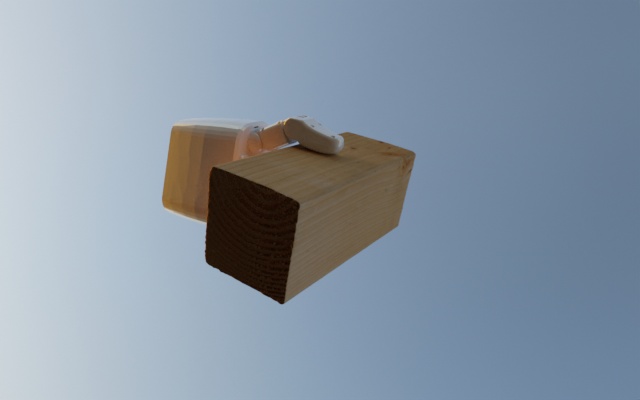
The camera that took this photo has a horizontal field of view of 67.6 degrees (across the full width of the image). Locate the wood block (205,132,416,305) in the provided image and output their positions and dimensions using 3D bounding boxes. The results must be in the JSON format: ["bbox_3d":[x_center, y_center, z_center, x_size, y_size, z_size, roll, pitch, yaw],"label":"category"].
[{"bbox_3d":[0.000,0.001,0.450,0.090,0.091,0.206,22,26,28],"label":"wood block"}]
